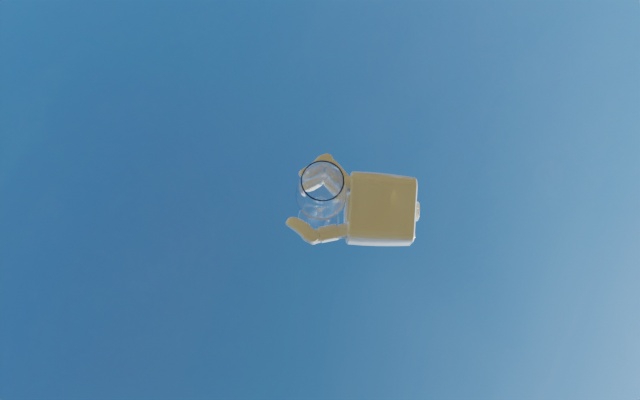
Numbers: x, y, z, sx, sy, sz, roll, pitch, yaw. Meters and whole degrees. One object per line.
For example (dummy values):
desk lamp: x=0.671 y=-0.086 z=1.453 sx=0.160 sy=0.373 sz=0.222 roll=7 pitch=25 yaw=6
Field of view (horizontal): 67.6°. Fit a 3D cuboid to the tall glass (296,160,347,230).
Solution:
tall glass: x=0.000 y=0.003 z=0.763 sx=0.079 sy=0.079 sz=0.201 roll=0 pitch=-18 yaw=-1
